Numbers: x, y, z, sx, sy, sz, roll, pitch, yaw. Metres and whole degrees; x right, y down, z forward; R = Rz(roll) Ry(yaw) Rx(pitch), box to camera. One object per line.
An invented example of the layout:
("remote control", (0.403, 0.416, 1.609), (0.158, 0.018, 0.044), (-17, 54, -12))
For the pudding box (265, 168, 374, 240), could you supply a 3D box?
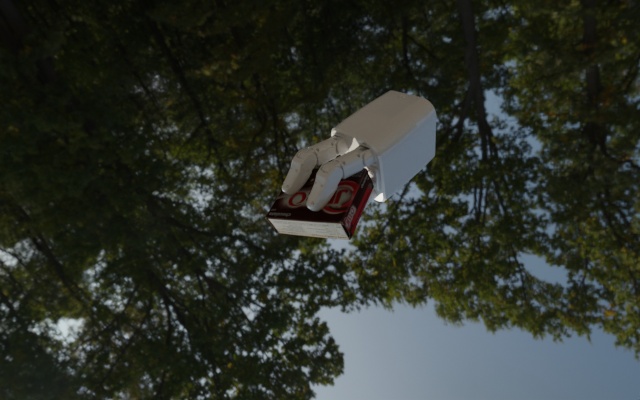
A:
("pudding box", (0.000, 0.002, 0.600), (0.113, 0.090, 0.039), (0, -44, 33))
